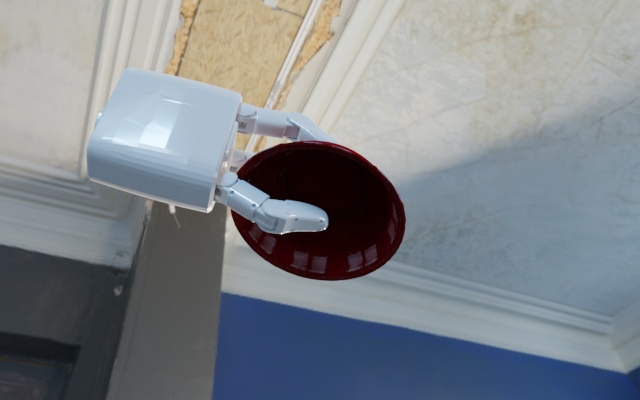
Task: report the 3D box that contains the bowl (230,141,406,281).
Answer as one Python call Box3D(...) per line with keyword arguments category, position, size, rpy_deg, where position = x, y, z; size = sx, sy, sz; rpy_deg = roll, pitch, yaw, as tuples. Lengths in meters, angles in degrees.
Box3D(category="bowl", position=(0.001, 0.002, 0.450), size=(0.162, 0.162, 0.055), rpy_deg=(0, 38, 14))
